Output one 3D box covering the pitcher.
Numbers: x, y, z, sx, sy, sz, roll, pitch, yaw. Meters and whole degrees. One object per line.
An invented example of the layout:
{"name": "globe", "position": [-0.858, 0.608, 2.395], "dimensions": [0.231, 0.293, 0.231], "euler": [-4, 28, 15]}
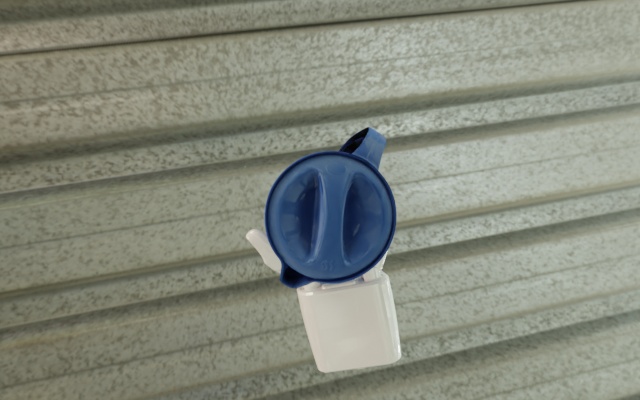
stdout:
{"name": "pitcher", "position": [0.000, 0.002, 0.584], "dimensions": [0.149, 0.145, 0.243], "euler": [-15, 6, -8]}
